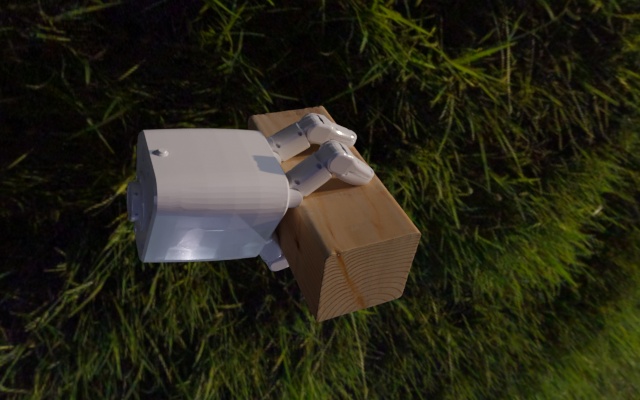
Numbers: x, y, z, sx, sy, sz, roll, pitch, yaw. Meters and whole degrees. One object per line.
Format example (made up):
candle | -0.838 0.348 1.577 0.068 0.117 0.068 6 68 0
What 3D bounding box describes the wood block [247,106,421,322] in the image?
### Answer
wood block | 0.000 0.002 0.474 0.090 0.091 0.206 -12 45 -20
